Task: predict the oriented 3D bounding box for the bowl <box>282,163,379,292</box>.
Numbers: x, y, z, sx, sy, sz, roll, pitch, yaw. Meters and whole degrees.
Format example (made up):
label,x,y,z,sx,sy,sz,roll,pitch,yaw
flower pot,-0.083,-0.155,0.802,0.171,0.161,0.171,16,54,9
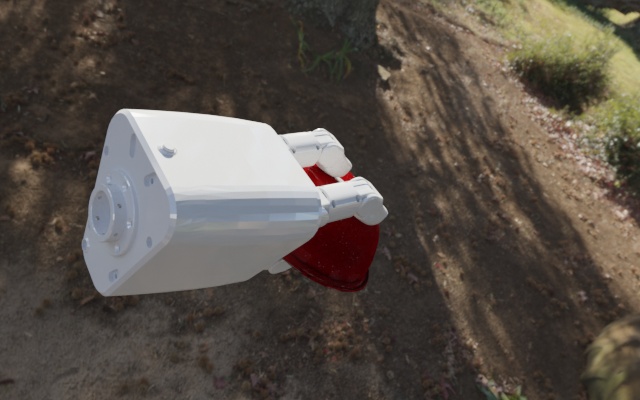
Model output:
label,x,y,z,sx,sy,sz,roll,pitch,yaw
bowl,0.001,0.001,0.426,0.055,0.162,0.162,-47,-19,19
